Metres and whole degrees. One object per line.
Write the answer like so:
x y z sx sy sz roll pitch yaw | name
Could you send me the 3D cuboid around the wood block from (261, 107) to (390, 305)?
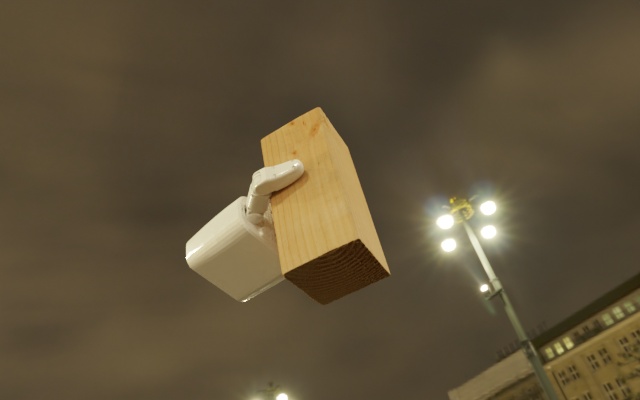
0.000 0.002 0.561 0.090 0.206 0.091 -27 -42 14 | wood block
